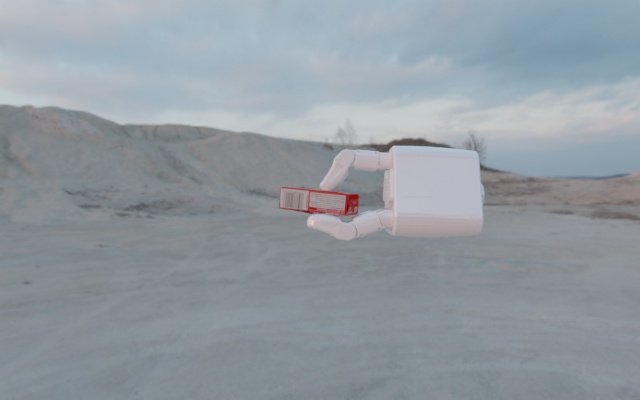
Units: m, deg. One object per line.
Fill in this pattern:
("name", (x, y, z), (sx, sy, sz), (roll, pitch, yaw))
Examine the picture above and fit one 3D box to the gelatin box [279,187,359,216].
("gelatin box", (0.000, 0.002, 0.613), (0.089, 0.030, 0.073), (6, 1, 14))
